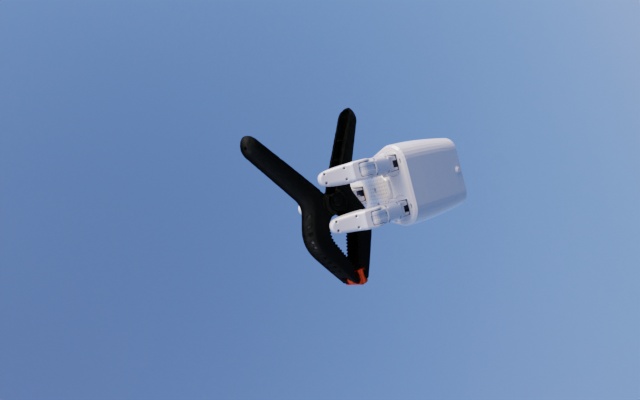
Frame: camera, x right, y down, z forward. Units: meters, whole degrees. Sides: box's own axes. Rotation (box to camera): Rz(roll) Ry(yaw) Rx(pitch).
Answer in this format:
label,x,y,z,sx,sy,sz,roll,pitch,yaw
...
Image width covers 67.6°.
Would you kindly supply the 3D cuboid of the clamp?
label,x,y,z,sx,sy,sz,roll,pitch,yaw
clamp,0.000,0.002,0.550,0.164,0.210,0.036,-14,0,-36
